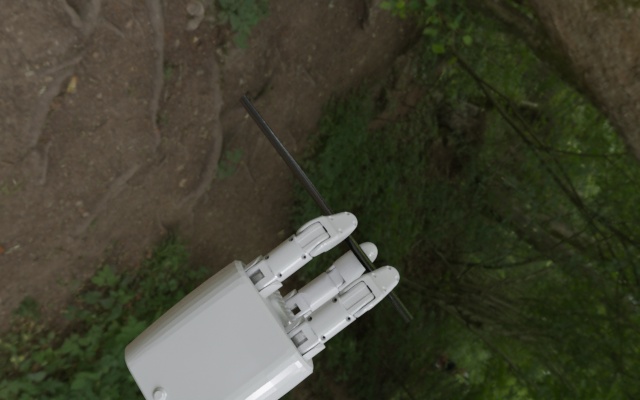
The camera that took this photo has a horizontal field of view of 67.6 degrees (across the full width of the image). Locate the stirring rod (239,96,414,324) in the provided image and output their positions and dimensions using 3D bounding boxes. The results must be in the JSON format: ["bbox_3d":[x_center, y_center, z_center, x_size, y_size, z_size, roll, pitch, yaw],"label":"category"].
[{"bbox_3d":[0.000,0.001,0.404,0.011,0.239,0.011,-35,-14,-10],"label":"stirring rod"}]
